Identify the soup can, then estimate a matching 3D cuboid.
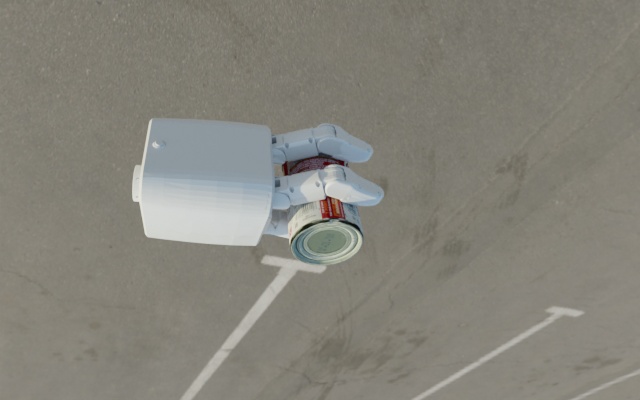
[{"bbox_3d":[0.001,0.002,0.454,0.068,0.102,0.069,-5,-41,-4],"label":"soup can"}]
